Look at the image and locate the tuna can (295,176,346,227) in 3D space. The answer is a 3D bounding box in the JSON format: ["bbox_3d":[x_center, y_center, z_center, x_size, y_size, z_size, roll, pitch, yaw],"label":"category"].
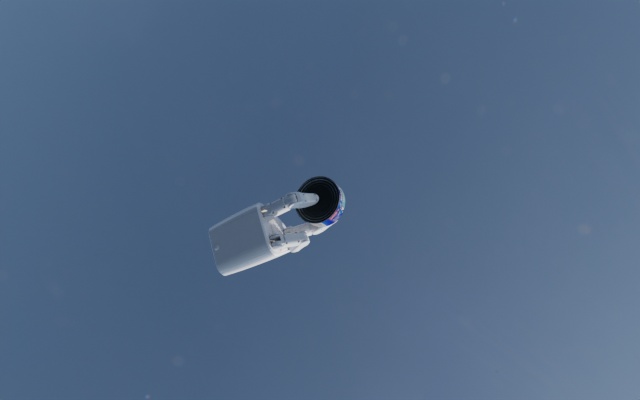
[{"bbox_3d":[0.000,0.003,0.839,0.086,0.086,0.034,0,-16,26],"label":"tuna can"}]
